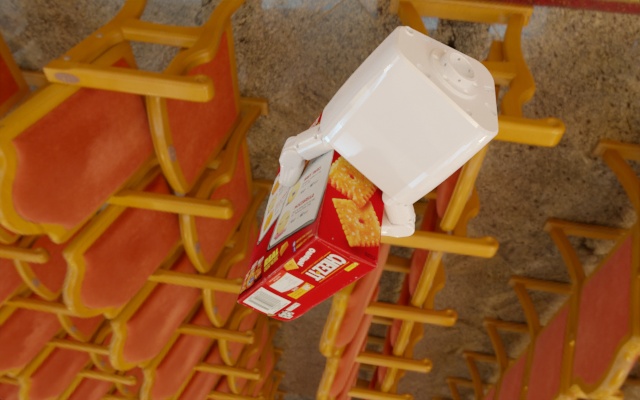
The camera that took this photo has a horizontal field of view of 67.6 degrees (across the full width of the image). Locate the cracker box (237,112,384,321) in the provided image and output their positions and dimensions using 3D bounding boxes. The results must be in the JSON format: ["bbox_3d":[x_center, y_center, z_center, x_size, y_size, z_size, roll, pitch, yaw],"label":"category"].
[{"bbox_3d":[0.000,0.002,0.509,0.072,0.213,0.164,28,-42,-18],"label":"cracker box"}]
